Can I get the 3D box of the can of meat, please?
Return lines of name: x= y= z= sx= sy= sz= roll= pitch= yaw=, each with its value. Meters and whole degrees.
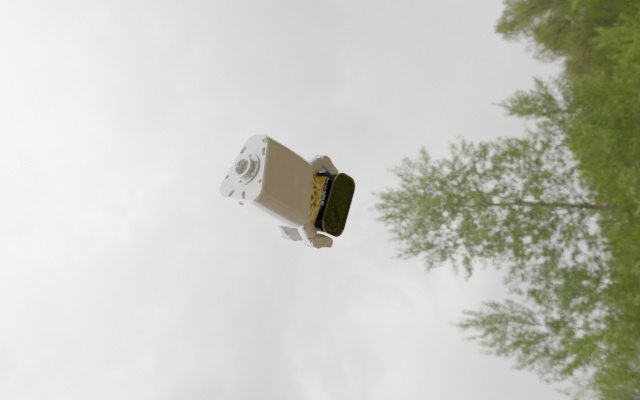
can of meat: x=0.000 y=0.002 z=0.791 sx=0.084 sy=0.102 sz=0.057 roll=9 pitch=-11 yaw=39
